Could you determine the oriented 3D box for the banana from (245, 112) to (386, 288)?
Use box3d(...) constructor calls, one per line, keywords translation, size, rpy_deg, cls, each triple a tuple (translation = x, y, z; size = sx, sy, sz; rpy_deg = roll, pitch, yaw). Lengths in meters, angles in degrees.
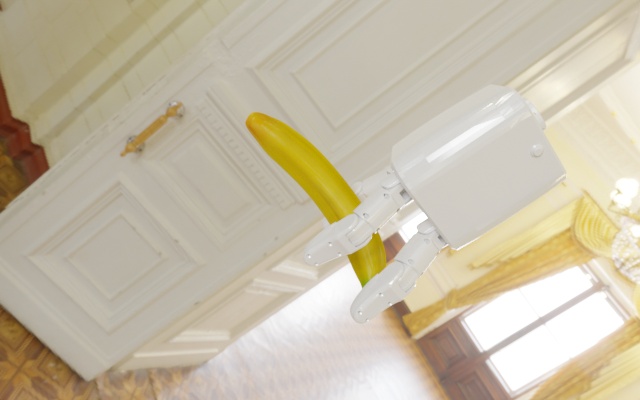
box3d(translation=(0.007, 0.000, 0.429), size=(0.037, 0.198, 0.069), rpy_deg=(-33, 4, 21), cls="banana")
